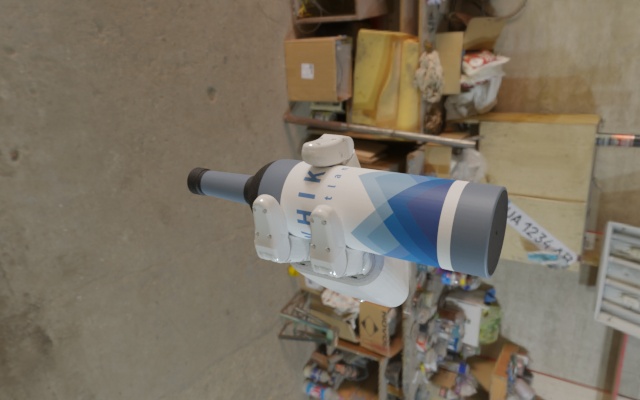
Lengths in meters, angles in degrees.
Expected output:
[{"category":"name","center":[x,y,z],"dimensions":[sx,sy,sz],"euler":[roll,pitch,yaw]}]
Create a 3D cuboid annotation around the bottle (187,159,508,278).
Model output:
[{"category":"bottle","center":[0.000,0.001,0.411],"dimensions":[0.295,0.069,0.069],"euler":[10,5,30]}]
